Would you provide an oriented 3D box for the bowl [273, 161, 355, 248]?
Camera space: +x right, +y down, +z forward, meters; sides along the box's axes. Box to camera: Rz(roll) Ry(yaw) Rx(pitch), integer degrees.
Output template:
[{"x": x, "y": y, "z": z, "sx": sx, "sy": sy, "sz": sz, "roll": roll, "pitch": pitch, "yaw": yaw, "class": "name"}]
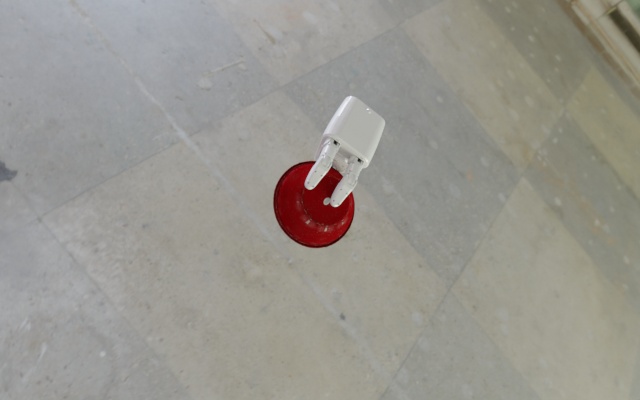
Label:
[{"x": 0.000, "y": 0.004, "z": 0.848, "sx": 0.162, "sy": 0.162, "sz": 0.055, "roll": 0, "pitch": -8, "yaw": -23, "class": "bowl"}]
